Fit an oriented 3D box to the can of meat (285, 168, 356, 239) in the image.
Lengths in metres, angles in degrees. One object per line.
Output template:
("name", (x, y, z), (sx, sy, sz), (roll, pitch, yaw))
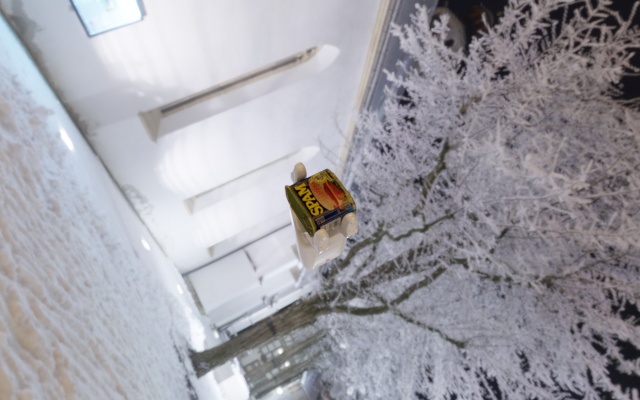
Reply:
("can of meat", (0.000, 0.002, 0.806), (0.084, 0.102, 0.057), (-26, -31, -16))
